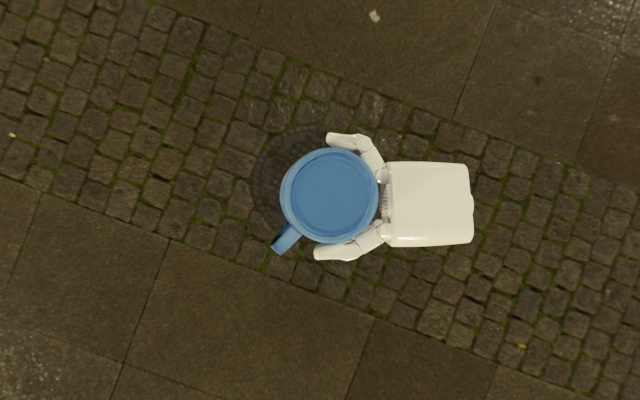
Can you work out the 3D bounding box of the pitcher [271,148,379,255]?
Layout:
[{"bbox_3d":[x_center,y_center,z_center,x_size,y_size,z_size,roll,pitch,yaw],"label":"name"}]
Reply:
[{"bbox_3d":[0.000,0.002,0.644,0.145,0.149,0.243,-1,1,-2],"label":"pitcher"}]
